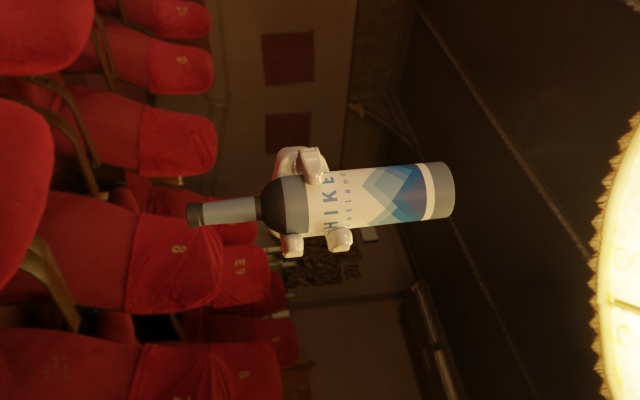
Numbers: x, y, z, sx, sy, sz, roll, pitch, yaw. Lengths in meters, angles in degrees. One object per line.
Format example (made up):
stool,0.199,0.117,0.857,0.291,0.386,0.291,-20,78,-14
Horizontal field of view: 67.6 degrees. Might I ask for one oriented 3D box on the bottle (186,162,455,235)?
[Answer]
bottle,0.000,0.002,0.542,0.296,0.069,0.069,-6,1,-9
